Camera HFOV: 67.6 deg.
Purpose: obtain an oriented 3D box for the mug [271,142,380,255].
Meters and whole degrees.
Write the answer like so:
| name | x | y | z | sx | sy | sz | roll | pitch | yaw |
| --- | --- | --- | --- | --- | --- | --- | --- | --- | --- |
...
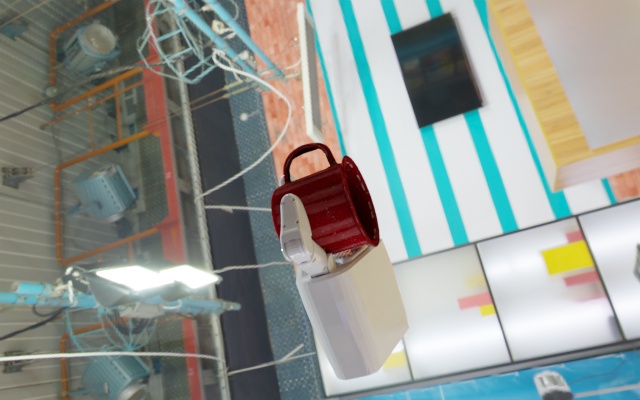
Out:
| name | x | y | z | sx | sy | sz | roll | pitch | yaw |
| --- | --- | --- | --- | --- | --- | --- | --- | --- | --- |
| mug | -0.001 | 0.000 | 0.470 | 0.081 | 0.117 | 0.093 | -19 | 5 | 17 |
